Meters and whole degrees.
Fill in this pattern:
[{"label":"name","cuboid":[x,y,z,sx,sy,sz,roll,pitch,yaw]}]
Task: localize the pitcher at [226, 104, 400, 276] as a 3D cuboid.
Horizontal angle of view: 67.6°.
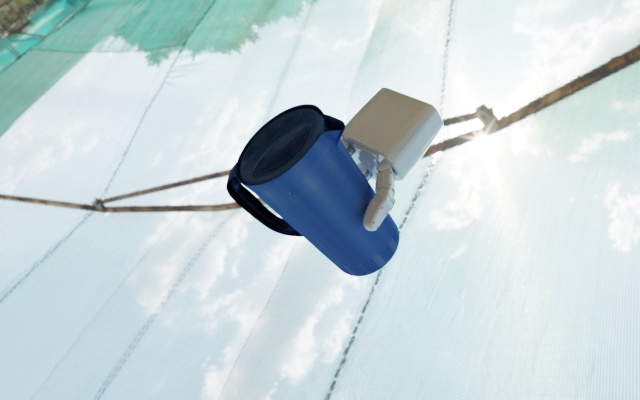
[{"label":"pitcher","cuboid":[0.000,0.002,0.653,0.149,0.145,0.243,23,-21,51]}]
